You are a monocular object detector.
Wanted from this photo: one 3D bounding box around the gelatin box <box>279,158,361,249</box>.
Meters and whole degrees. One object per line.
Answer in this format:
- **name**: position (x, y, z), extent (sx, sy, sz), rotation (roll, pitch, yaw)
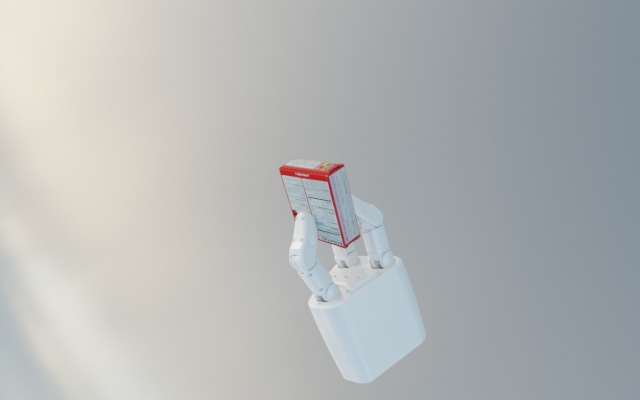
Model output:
- **gelatin box**: position (0.000, 0.002, 0.511), extent (0.073, 0.089, 0.030), rotation (12, 37, 44)
